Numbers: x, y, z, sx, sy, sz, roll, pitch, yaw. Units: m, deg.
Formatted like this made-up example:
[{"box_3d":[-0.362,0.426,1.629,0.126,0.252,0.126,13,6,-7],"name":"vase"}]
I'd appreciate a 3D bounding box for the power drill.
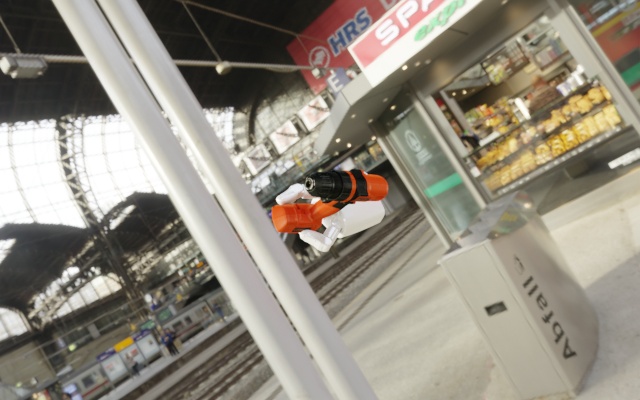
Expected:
[{"box_3d":[0.000,0.003,0.832,0.184,0.057,0.188,4,-23,-45],"name":"power drill"}]
